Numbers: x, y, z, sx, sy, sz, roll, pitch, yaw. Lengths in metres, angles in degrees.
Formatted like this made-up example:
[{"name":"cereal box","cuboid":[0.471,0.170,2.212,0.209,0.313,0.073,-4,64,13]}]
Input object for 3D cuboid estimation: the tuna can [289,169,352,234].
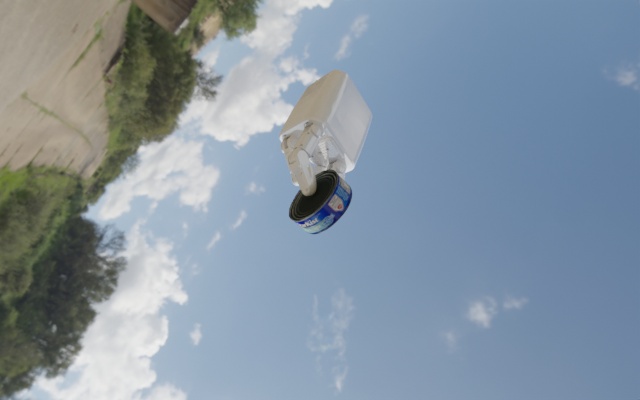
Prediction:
[{"name":"tuna can","cuboid":[0.000,0.002,0.630,0.034,0.086,0.086,43,-22,-25]}]
